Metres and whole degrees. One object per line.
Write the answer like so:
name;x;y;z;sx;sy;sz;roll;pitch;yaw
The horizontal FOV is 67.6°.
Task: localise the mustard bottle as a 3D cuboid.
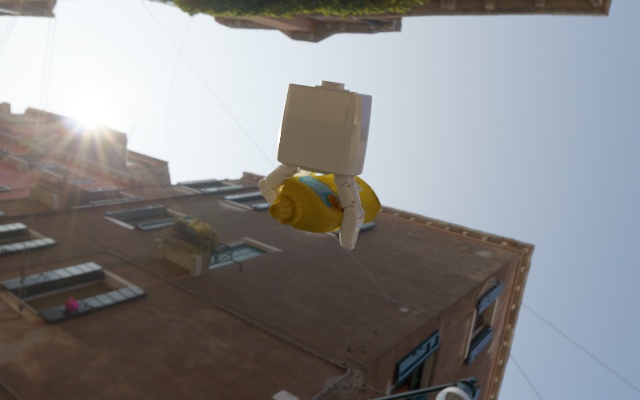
mustard bottle;0.000;0.002;0.663;0.096;0.058;0.191;44;29;24
